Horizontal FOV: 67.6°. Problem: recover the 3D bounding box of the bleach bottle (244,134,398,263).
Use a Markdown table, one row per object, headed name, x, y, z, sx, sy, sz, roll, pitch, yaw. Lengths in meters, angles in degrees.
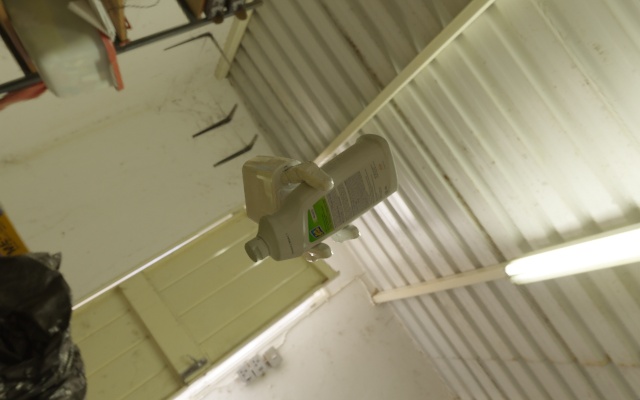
| name | x | y | z | sx | sy | sz | roll | pitch | yaw |
| --- | --- | --- | --- | --- | --- | --- | --- | --- | --- |
| bleach bottle | 0.000 | 0.002 | 0.676 | 0.250 | 0.103 | 0.068 | -32 | 28 | -28 |
